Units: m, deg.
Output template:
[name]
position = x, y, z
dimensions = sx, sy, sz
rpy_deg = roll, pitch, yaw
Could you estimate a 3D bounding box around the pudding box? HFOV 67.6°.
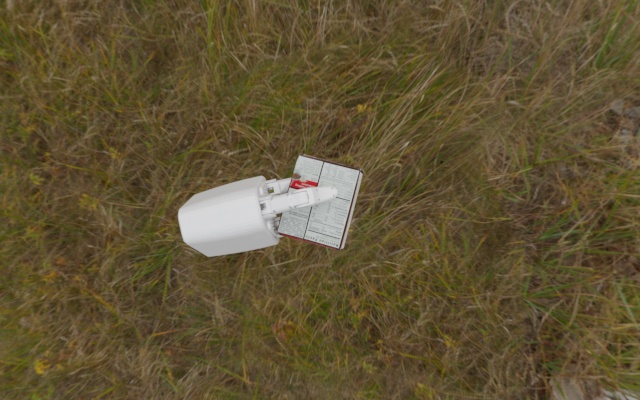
[pudding box]
position = 0.000, 0.002, 0.636
dimensions = 0.090, 0.113, 0.039
rpy_deg = 15, 1, 8
